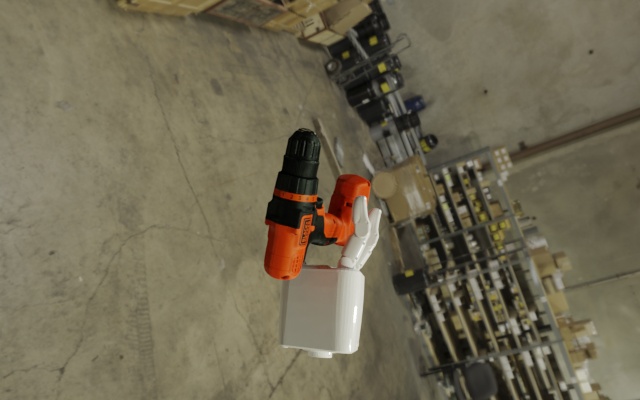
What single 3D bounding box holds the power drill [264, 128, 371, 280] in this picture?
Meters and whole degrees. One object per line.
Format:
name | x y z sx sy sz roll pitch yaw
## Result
power drill | 0.000 0.002 0.632 0.057 0.184 0.187 18 12 29
